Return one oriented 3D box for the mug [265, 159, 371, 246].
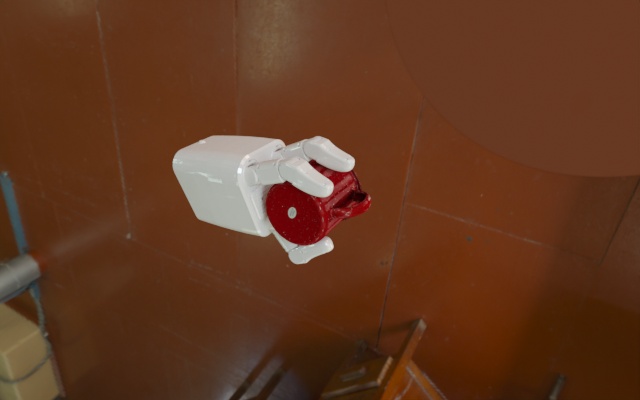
[{"bbox_3d":[0.001,0.002,0.551,0.117,0.093,0.081,9,29,28],"label":"mug"}]
